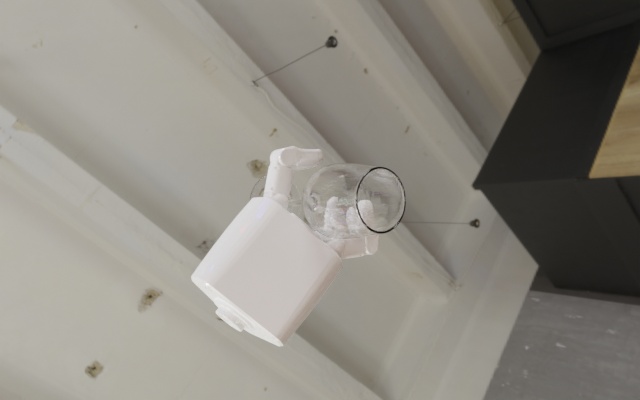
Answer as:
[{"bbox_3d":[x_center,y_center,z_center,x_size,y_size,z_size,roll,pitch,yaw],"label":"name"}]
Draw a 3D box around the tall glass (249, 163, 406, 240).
[{"bbox_3d":[0.000,0.002,0.520,0.079,0.079,0.201,0,-1,-35],"label":"tall glass"}]
